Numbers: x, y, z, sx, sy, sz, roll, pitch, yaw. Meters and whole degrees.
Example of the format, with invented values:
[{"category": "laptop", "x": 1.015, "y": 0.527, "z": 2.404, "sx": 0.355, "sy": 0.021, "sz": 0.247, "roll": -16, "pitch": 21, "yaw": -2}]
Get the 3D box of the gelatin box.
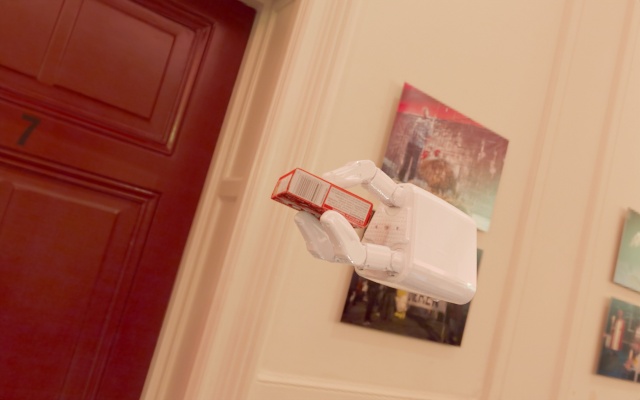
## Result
[{"category": "gelatin box", "x": 0.000, "y": 0.001, "z": 0.490, "sx": 0.089, "sy": 0.030, "sz": 0.073, "roll": 25, "pitch": -11, "yaw": -14}]
